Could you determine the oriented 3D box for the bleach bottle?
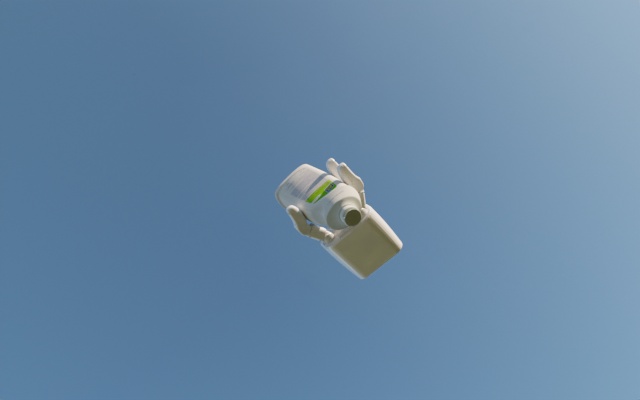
[{"bbox_3d":[0.000,0.003,0.850,0.068,0.102,0.250,45,-5,-25],"label":"bleach bottle"}]
